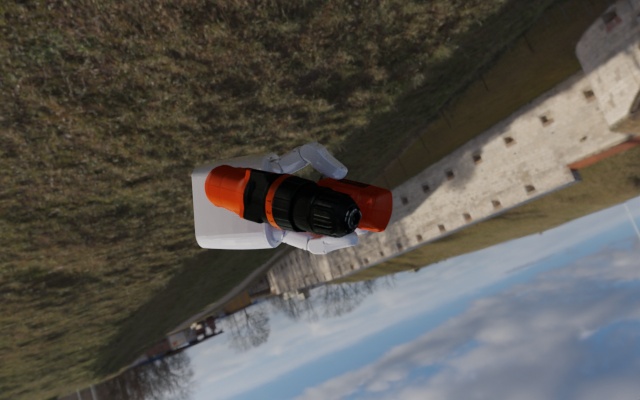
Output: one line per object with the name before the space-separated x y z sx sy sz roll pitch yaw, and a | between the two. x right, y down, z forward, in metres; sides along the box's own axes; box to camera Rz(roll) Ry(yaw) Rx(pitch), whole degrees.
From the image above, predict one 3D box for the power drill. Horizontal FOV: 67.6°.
power drill | 0.000 0.002 0.508 0.184 0.057 0.187 15 5 37
